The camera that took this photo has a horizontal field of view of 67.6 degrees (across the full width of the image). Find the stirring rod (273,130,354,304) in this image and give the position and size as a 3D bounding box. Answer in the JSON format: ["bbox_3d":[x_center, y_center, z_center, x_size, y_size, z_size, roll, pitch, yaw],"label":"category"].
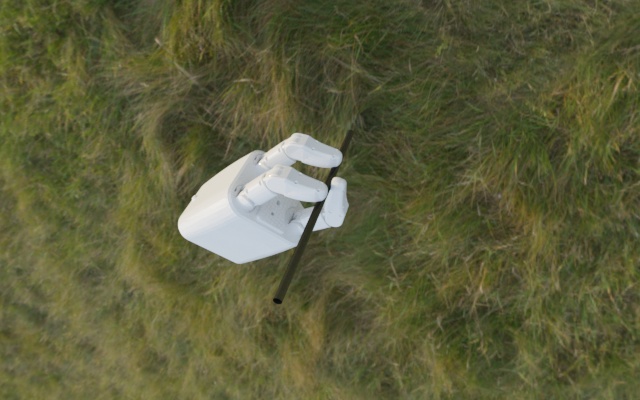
[{"bbox_3d":[0.000,0.002,0.468,0.011,0.011,0.239,0,42,23],"label":"stirring rod"}]
